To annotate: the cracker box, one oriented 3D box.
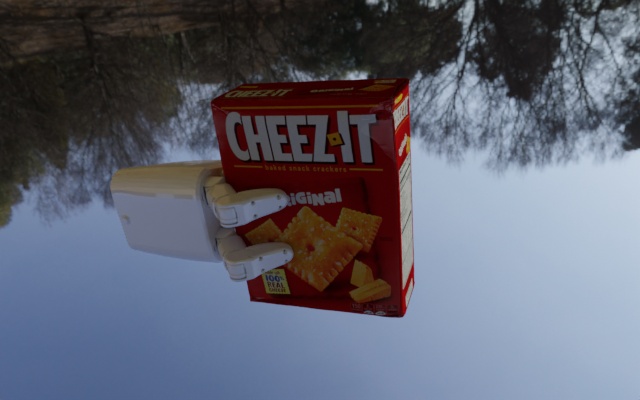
[{"bbox_3d":[0.000,0.002,0.449,0.164,0.214,0.072,3,27,19],"label":"cracker box"}]
